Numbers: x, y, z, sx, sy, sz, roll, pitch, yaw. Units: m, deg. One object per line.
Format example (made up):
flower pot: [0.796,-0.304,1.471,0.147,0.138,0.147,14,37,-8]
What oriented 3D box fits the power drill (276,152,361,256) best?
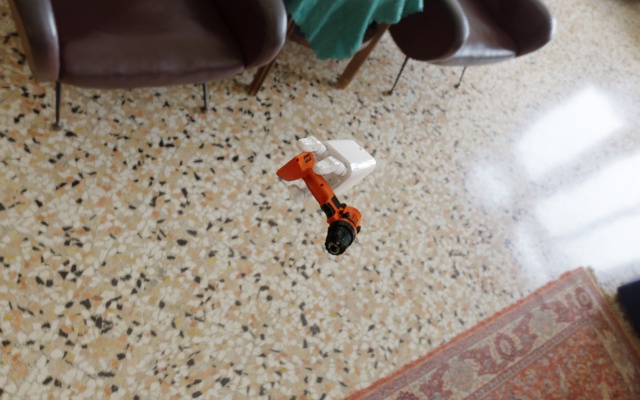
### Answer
power drill: [0.000,0.002,0.876,0.057,0.187,0.184,-35,5,18]
